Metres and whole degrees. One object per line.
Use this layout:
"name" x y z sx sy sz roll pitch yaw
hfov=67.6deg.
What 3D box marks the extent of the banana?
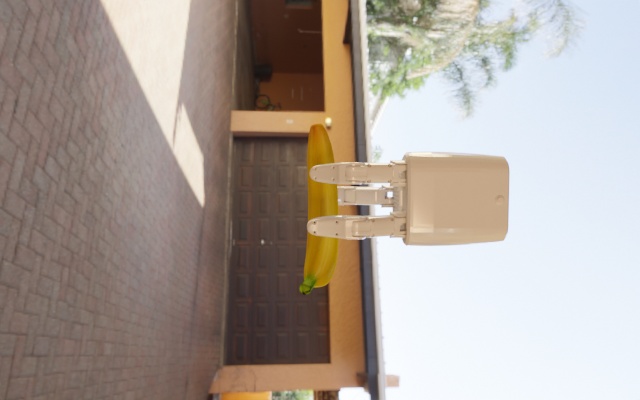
"banana" 0.002 0.012 0.539 0.037 0.197 0.070 -1 -22 5
